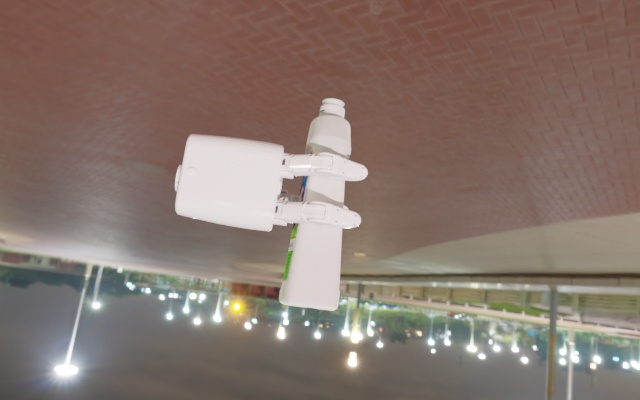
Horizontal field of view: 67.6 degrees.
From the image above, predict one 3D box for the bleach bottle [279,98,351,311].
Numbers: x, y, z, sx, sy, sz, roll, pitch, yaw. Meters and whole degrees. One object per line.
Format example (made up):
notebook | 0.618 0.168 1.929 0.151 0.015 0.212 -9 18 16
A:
bleach bottle | 0.000 0.002 0.578 0.068 0.250 0.102 8 -12 -6
